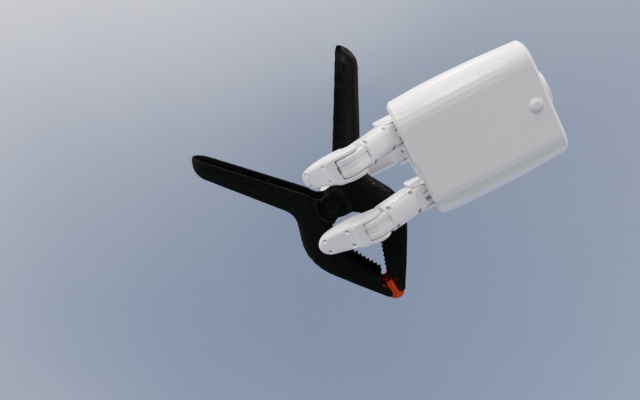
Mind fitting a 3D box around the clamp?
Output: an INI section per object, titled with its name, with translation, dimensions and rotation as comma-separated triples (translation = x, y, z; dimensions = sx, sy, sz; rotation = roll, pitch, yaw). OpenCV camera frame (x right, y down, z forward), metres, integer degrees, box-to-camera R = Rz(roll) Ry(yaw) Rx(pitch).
[clamp]
translation = 0.001, 0.001, 0.411
dimensions = 0.164, 0.210, 0.036
rotation = -27, 12, 15
